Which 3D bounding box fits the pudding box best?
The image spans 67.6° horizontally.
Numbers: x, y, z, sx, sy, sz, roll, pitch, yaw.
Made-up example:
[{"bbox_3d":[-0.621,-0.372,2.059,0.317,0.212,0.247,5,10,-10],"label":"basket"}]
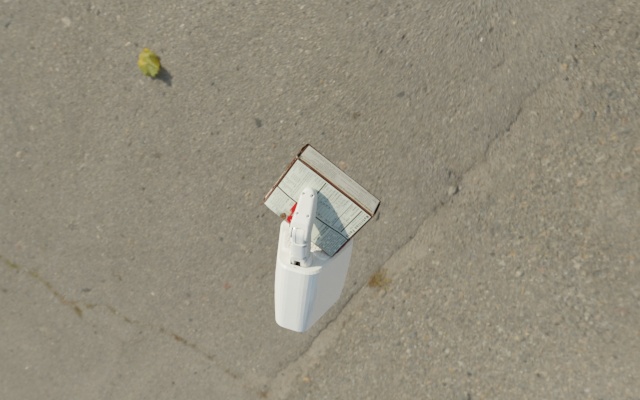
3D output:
[{"bbox_3d":[0.000,0.002,0.565,0.090,0.113,0.039,-49,7,37],"label":"pudding box"}]
